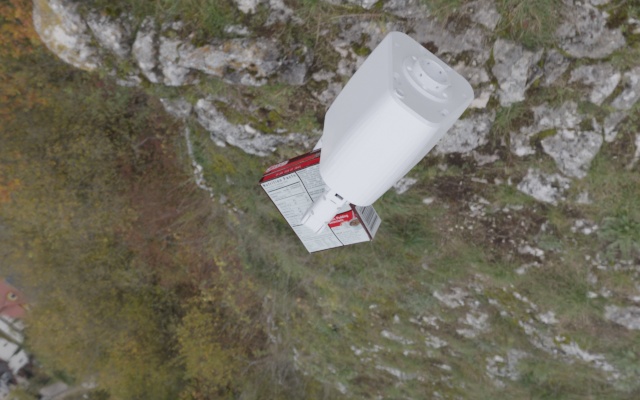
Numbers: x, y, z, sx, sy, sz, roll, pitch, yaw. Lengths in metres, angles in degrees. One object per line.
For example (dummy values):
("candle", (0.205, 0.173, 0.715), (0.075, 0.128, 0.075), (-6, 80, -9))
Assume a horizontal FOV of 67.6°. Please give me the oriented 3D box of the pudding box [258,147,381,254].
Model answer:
("pudding box", (0.000, 0.002, 0.523), (0.090, 0.113, 0.039), (-15, 29, 34))
